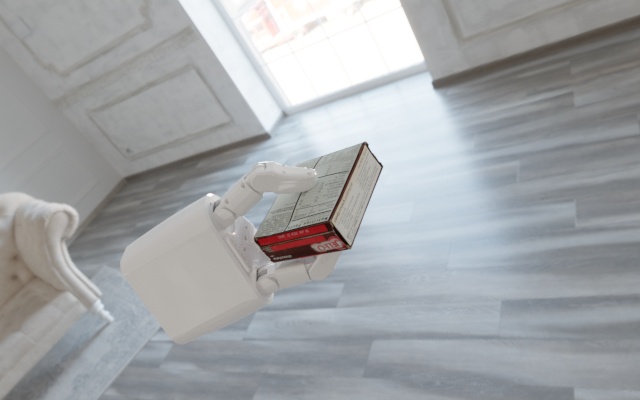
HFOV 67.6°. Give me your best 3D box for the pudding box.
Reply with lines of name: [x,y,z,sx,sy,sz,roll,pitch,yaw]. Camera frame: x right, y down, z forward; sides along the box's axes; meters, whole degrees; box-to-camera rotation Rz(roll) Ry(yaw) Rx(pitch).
pudding box: [0.000,0.001,0.442,0.090,0.039,0.113,-14,37,36]
